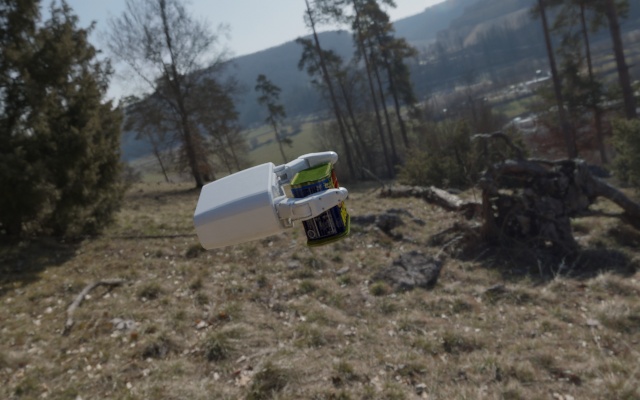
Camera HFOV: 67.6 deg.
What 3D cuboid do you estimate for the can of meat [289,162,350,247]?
[{"bbox_3d":[0.000,0.002,0.628,0.057,0.084,0.102,-16,14,9],"label":"can of meat"}]
